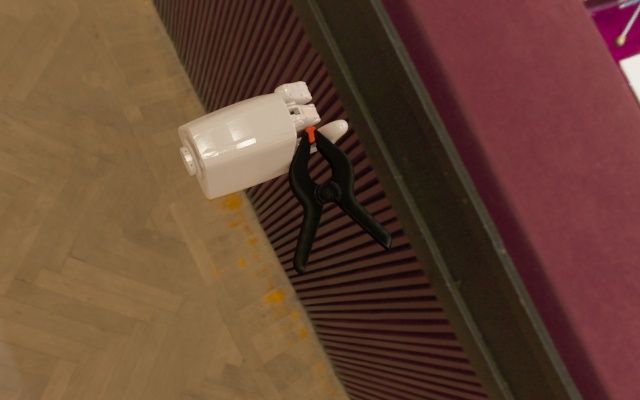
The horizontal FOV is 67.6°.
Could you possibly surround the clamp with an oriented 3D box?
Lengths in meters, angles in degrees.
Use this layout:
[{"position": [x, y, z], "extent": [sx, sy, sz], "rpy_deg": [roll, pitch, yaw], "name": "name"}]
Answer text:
[{"position": [0.000, 0.002, 0.565], "extent": [0.120, 0.171, 0.039], "rpy_deg": [-24, -4, -14], "name": "clamp"}]
